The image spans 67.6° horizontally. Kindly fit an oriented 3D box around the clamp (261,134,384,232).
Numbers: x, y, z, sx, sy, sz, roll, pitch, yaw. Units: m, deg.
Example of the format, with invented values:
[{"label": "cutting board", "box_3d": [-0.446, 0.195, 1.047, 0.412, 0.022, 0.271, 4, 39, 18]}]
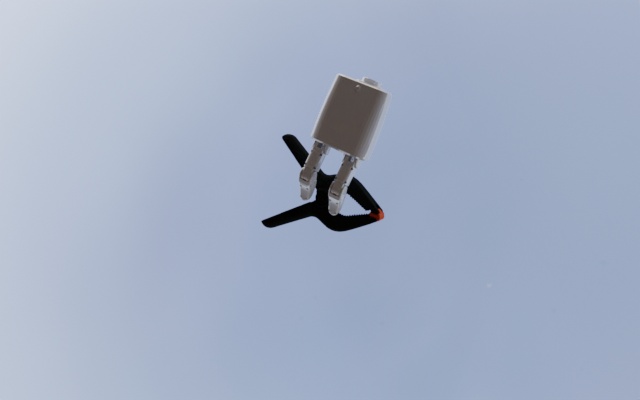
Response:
[{"label": "clamp", "box_3d": [0.001, 0.003, 0.785, 0.210, 0.164, 0.036, 26, 15, 20]}]
